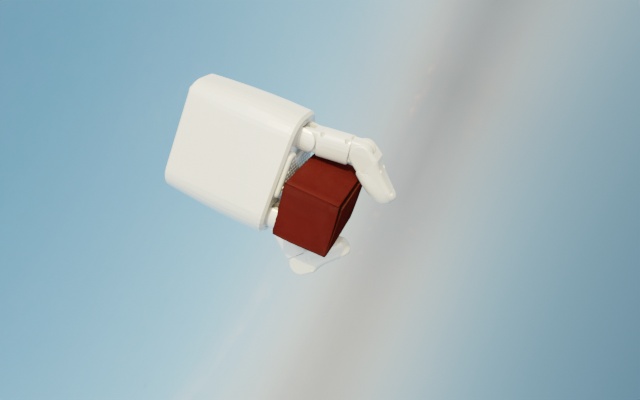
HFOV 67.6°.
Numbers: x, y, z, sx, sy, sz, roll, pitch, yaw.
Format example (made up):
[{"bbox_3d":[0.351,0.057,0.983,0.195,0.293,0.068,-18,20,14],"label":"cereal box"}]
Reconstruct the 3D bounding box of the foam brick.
[{"bbox_3d":[0.000,0.001,0.414,0.051,0.053,0.078,24,31,9],"label":"foam brick"}]
